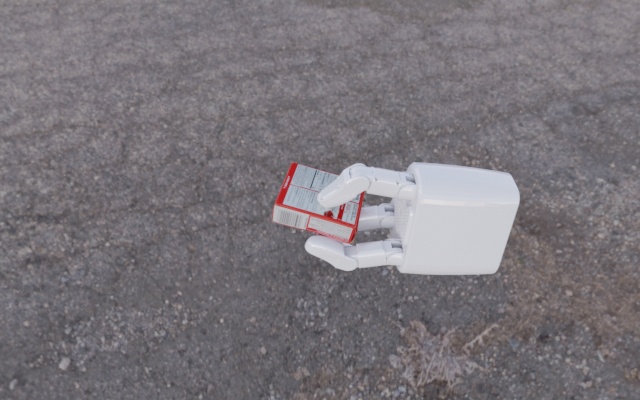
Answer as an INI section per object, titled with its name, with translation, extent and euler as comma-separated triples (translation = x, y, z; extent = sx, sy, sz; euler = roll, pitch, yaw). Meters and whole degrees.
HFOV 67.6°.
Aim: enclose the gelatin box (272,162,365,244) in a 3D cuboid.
[gelatin box]
translation = 0.000, 0.001, 0.514
extent = 0.089, 0.030, 0.073
euler = 16, 43, 1
